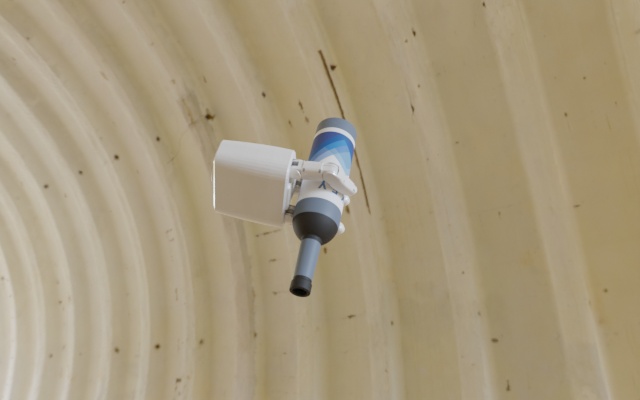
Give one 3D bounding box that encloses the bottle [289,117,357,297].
[{"bbox_3d":[0.000,0.002,0.690,0.069,0.295,0.069,8,-38,6],"label":"bottle"}]
